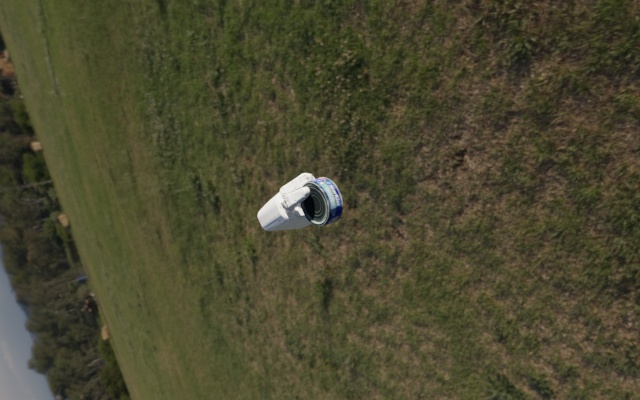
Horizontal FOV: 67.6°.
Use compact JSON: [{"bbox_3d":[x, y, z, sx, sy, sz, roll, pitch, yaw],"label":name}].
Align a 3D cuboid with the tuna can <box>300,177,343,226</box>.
[{"bbox_3d":[0.000,0.003,0.864,0.033,0.086,0.086,-19,11,-37],"label":"tuna can"}]
